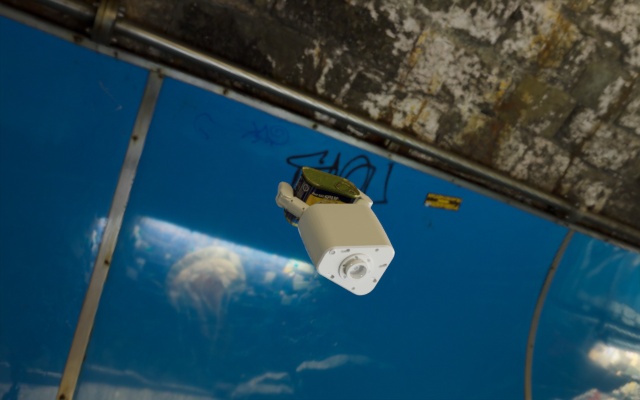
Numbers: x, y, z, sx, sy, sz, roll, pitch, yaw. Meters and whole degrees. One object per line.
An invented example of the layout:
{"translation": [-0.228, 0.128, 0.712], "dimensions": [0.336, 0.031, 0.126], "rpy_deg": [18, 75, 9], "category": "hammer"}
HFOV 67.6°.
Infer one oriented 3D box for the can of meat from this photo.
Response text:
{"translation": [0.000, 0.003, 0.779], "dimensions": [0.102, 0.084, 0.057], "rpy_deg": [15, 26, -29], "category": "can of meat"}
